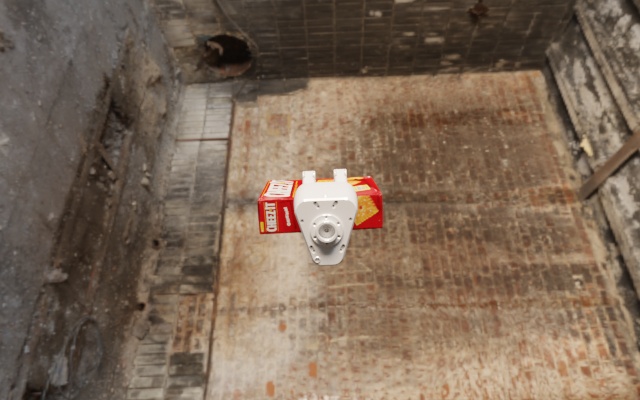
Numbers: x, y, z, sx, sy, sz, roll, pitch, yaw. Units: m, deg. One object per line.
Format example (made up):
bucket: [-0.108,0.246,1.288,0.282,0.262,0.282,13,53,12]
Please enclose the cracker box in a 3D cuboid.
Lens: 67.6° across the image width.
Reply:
cracker box: [0.000,0.003,0.887,0.214,0.072,0.164,-2,14,1]
